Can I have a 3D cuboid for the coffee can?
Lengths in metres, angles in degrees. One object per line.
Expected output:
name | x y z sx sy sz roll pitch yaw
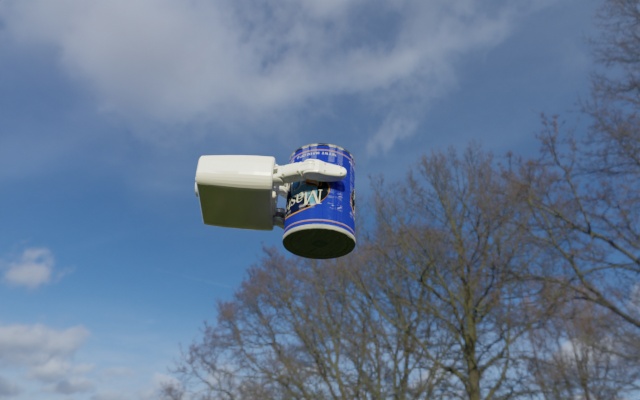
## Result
coffee can | 0.000 0.002 0.704 0.103 0.140 0.103 2 -30 1
